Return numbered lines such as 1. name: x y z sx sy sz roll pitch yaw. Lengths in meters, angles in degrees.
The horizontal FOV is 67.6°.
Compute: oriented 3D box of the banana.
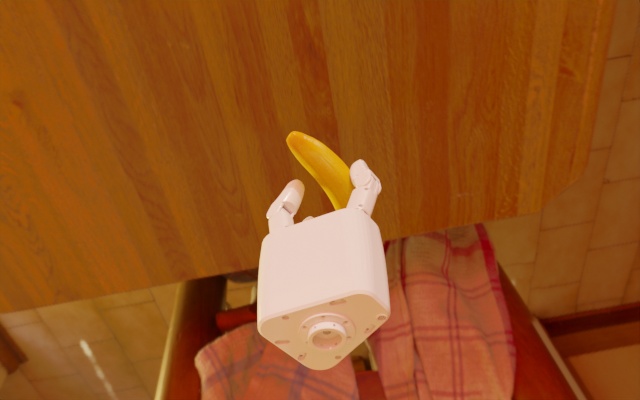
1. banana: 0.019 0.001 0.557 0.069 0.198 0.037 -9 38 11
